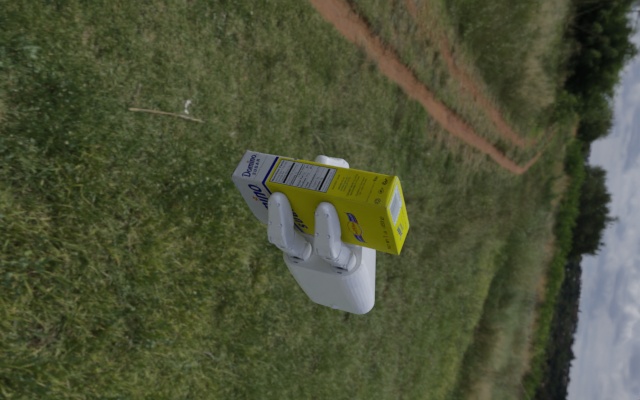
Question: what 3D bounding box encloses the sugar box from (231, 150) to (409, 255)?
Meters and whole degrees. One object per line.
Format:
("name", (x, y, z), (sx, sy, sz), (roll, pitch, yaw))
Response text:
("sugar box", (0.000, 0.002, 0.510), (0.176, 0.048, 0.093), (9, -32, 24))
